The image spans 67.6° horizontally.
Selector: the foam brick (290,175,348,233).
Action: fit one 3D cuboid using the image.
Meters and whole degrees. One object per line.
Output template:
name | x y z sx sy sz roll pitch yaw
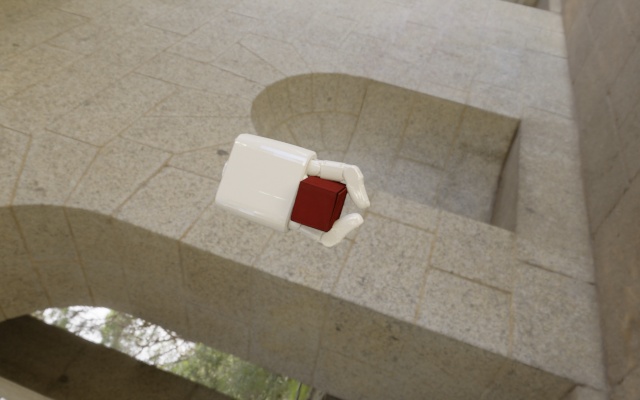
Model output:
foam brick | 0.000 0.002 0.612 0.051 0.053 0.078 18 13 9
